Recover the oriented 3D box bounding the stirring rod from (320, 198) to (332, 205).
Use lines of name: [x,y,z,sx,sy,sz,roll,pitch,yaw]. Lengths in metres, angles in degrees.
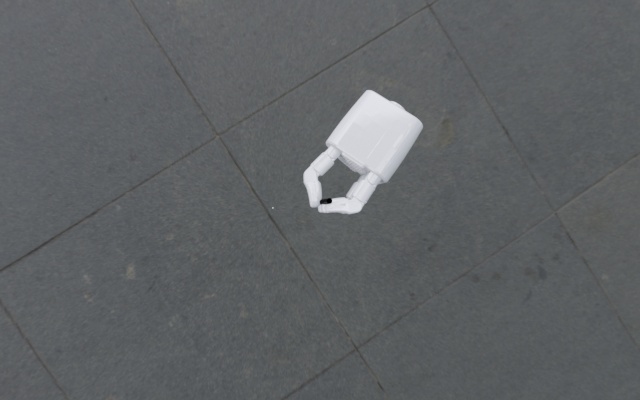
stirring rod: [0.000,0.002,0.755,0.011,0.011,0.239,0,-1,-6]
